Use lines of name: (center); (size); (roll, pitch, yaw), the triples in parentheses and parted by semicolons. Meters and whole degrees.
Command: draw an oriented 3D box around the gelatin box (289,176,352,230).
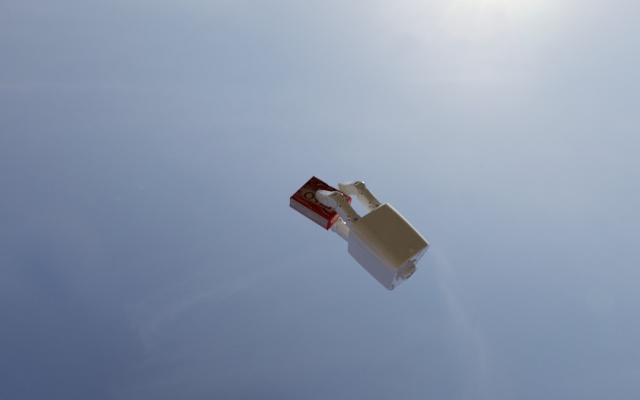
gelatin box: (0.000, 0.003, 0.867); (0.089, 0.030, 0.073); (31, 51, 19)
